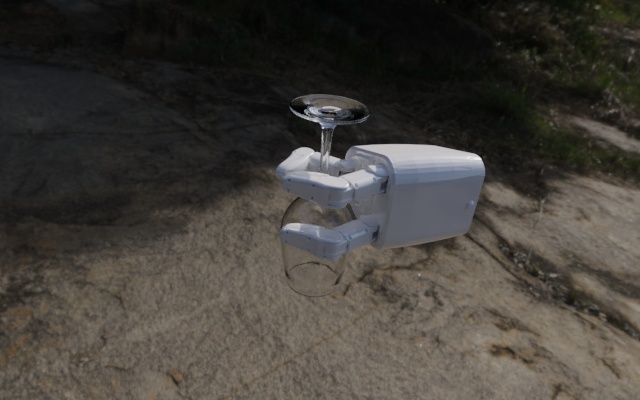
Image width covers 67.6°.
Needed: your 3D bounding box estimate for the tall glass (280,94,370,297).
[{"bbox_3d":[0.000,0.001,0.483,0.079,0.201,0.079,5,30,-3],"label":"tall glass"}]
